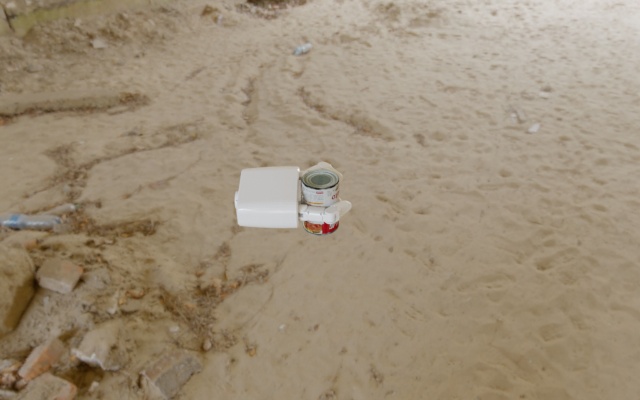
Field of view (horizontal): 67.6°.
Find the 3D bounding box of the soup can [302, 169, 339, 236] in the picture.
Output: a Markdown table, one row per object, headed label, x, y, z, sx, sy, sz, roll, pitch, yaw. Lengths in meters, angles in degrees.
| label | x | y | z | sx | sy | sz | roll | pitch | yaw |
| --- | --- | --- | --- | --- | --- | --- | --- | --- | --- |
| soup can | 0.001 | 0.003 | 0.861 | 0.068 | 0.102 | 0.068 | 0 | 34 | 0 |
